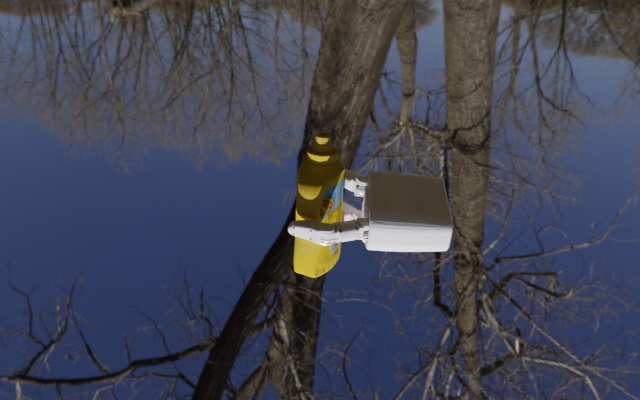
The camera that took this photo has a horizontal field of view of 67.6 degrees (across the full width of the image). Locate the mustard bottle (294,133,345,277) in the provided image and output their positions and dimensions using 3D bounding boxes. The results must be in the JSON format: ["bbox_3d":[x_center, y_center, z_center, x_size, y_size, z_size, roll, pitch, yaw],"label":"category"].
[{"bbox_3d":[0.000,0.002,0.648,0.058,0.192,0.096,15,29,21],"label":"mustard bottle"}]
